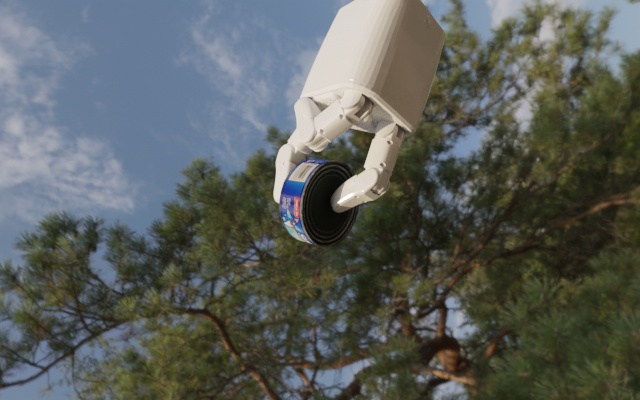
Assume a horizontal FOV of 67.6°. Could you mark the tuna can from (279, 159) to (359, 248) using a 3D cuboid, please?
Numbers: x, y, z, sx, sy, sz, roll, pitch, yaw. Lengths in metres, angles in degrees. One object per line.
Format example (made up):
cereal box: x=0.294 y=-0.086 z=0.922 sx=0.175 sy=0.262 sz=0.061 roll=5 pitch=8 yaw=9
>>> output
tuna can: x=0.000 y=0.002 z=0.474 sx=0.034 sy=0.086 sz=0.086 roll=10 pitch=7 yaw=41
